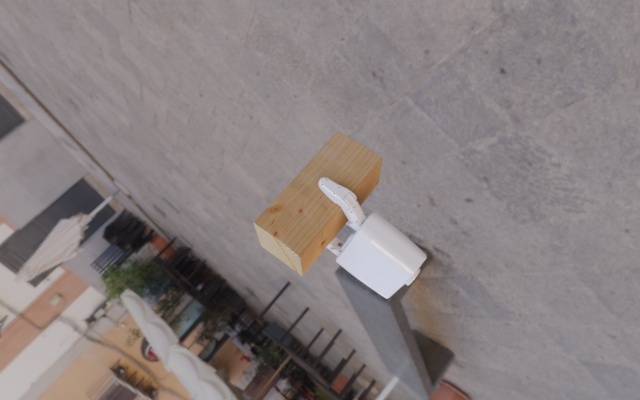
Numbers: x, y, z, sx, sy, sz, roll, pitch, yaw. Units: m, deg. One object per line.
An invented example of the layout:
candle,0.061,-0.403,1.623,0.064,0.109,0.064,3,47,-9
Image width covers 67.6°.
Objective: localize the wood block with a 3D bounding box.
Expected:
wood block,0.000,0.003,0.754,0.090,0.206,0.091,34,-22,17
